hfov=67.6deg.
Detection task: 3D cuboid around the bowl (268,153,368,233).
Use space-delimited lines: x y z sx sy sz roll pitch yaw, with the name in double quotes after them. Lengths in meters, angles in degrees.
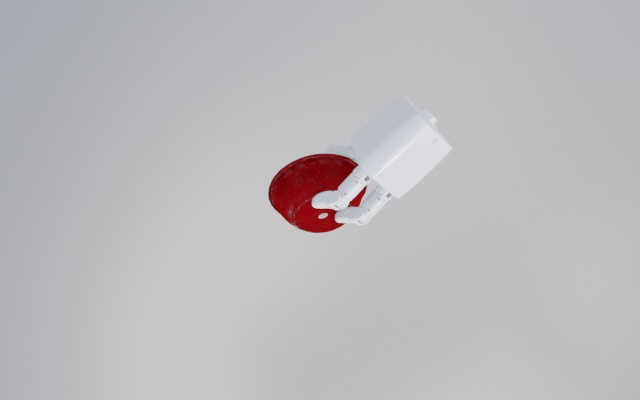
-0.001 0.004 0.753 0.162 0.055 0.162 -7 -40 -6 "bowl"
